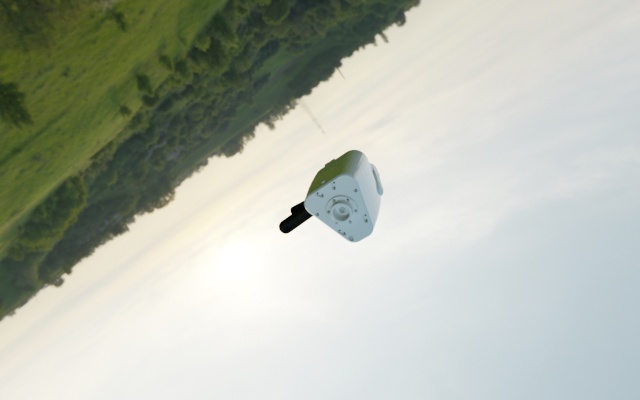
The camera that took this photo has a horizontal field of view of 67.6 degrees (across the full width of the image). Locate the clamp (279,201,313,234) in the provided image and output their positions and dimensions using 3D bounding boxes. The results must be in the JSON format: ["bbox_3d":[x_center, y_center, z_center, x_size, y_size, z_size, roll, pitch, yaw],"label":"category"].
[{"bbox_3d":[0.001,0.003,0.843,0.171,0.039,0.120,-32,13,23],"label":"clamp"}]
